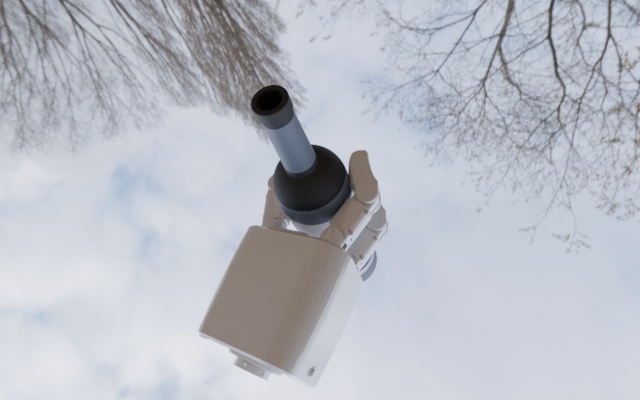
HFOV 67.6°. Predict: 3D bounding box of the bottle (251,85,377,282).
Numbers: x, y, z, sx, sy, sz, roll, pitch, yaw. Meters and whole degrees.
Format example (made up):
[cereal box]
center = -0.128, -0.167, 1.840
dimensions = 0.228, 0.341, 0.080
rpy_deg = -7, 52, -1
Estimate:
[bottle]
center = 0.000, 0.002, 0.450
dimensions = 0.069, 0.069, 0.296
rpy_deg = 0, -29, 16
